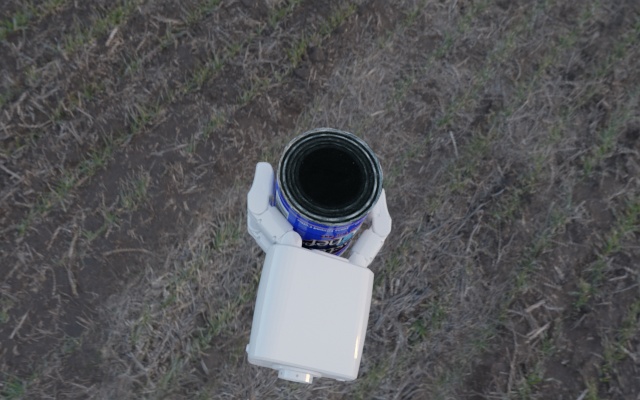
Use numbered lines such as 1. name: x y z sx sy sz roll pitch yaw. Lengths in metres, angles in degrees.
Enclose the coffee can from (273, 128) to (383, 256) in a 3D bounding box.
1. coffee can: 0.000 0.002 0.514 0.103 0.102 0.140 0 -22 -9
